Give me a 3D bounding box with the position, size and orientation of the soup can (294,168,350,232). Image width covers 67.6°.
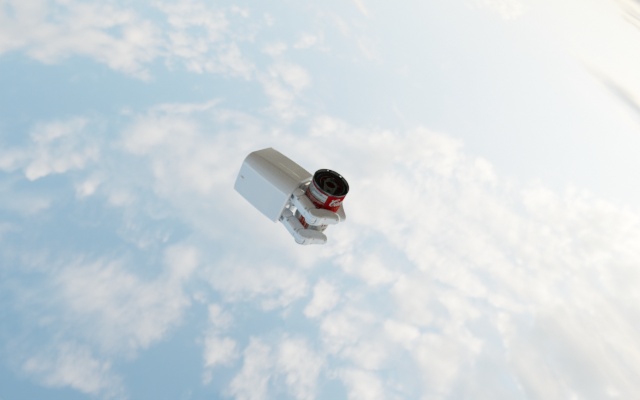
[{"bbox_3d":[0.000,0.003,0.852,0.068,0.068,0.102,0,-43,-32],"label":"soup can"}]
